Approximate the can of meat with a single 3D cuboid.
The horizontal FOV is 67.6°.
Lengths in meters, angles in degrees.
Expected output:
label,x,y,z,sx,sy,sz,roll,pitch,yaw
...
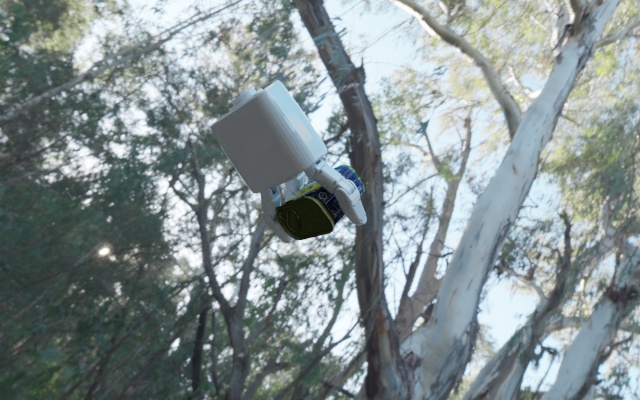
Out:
label,x,y,z,sx,sy,sz,roll,pitch,yaw
can of meat,0.000,0.002,0.641,0.084,0.057,0.102,-45,15,-35
